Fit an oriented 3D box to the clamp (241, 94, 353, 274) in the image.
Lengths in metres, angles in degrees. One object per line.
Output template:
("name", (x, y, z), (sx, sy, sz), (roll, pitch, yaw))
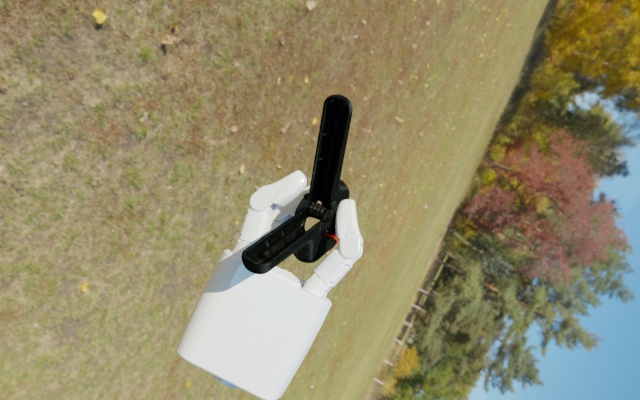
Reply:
("clamp", (0.001, 0.002, 0.470), (0.036, 0.164, 0.210), (25, -6, 16))
